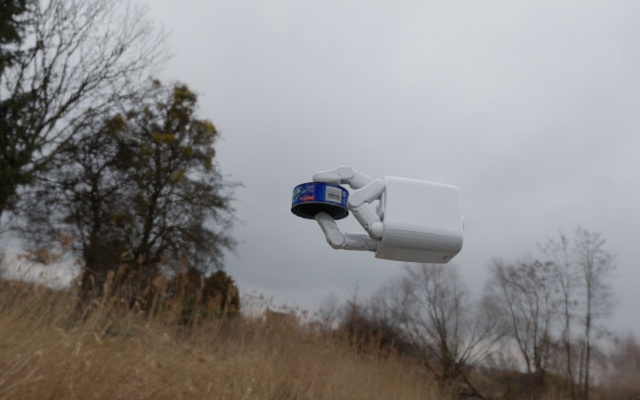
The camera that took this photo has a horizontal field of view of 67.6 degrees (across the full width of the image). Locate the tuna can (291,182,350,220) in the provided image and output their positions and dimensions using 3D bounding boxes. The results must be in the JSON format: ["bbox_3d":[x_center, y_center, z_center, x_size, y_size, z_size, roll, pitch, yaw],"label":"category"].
[{"bbox_3d":[0.000,0.002,0.703,0.086,0.033,0.086,3,-19,1],"label":"tuna can"}]
